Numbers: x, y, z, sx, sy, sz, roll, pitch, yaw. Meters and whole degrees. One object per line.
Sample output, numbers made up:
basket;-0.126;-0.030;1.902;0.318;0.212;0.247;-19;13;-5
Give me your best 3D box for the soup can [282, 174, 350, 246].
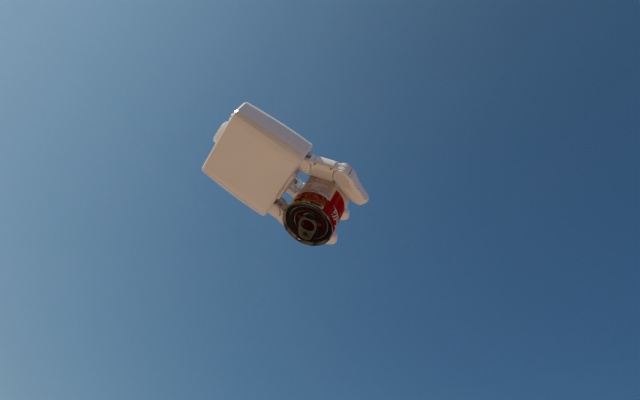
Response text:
soup can;0.001;0.002;0.634;0.068;0.068;0.102;0;35;25
